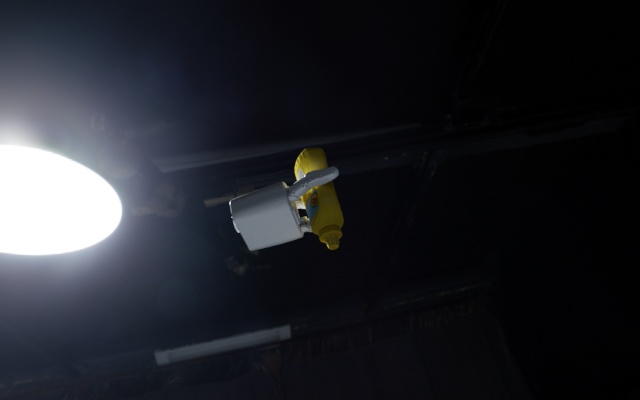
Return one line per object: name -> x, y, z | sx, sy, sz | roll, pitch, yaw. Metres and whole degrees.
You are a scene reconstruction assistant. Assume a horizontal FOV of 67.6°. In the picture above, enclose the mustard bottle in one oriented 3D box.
mustard bottle -> 0.000, 0.003, 0.872 | 0.058, 0.191, 0.096 | -3, -34, -19
